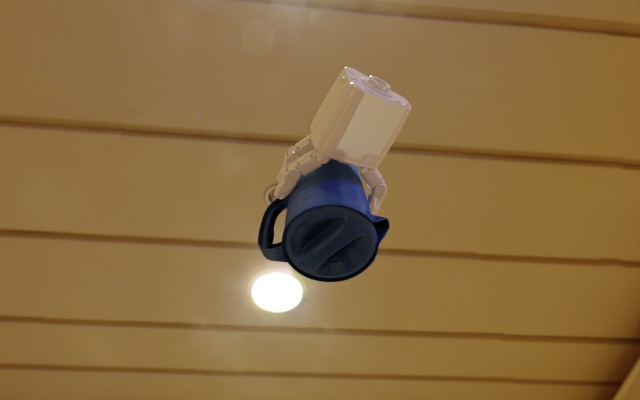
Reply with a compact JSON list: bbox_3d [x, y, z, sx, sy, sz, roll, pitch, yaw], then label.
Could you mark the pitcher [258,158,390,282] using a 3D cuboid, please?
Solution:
[{"bbox_3d":[0.000,0.002,0.742,0.149,0.145,0.242,23,28,-16],"label":"pitcher"}]
